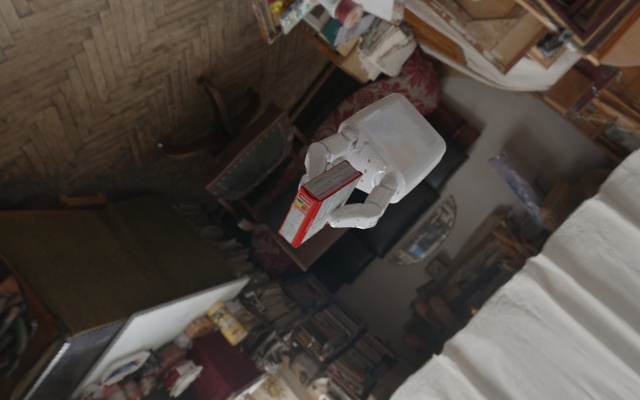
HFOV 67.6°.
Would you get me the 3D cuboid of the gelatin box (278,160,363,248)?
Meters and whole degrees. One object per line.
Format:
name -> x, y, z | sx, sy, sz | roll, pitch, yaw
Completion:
gelatin box -> 0.000, 0.002, 0.522 | 0.030, 0.073, 0.089 | 40, 41, 13
